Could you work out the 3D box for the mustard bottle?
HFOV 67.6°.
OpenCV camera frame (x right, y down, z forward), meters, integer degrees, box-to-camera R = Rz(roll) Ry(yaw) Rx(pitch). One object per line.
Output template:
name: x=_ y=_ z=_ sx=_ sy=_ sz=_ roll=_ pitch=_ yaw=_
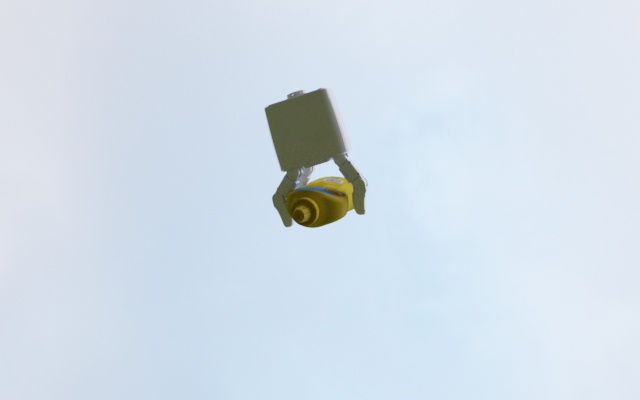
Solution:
mustard bottle: x=0.000 y=0.003 z=0.755 sx=0.096 sy=0.058 sz=0.191 roll=10 pitch=14 yaw=17
